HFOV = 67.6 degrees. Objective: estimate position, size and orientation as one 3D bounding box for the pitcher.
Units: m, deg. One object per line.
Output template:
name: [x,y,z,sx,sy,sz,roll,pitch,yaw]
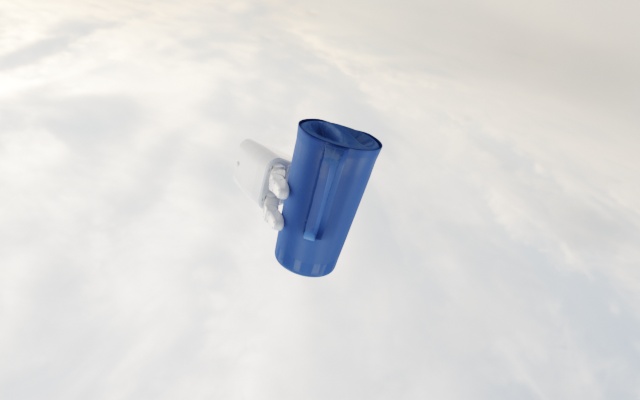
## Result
pitcher: [0.000,0.002,0.762,0.149,0.243,0.145,-5,30,-41]
